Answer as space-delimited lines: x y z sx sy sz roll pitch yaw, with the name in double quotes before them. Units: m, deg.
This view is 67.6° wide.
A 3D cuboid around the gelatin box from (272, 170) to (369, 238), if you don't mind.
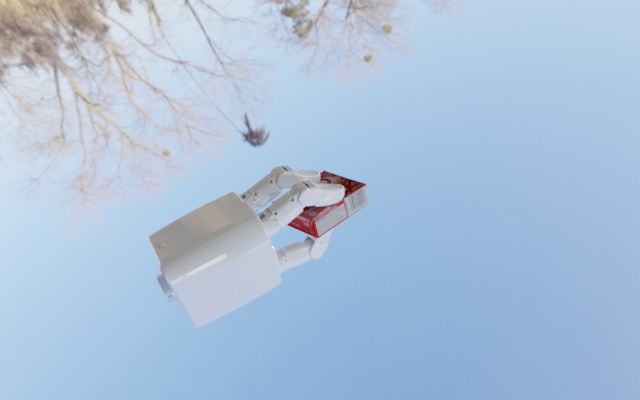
"gelatin box" 0.000 0.002 0.557 0.089 0.030 0.073 -32 35 -31
